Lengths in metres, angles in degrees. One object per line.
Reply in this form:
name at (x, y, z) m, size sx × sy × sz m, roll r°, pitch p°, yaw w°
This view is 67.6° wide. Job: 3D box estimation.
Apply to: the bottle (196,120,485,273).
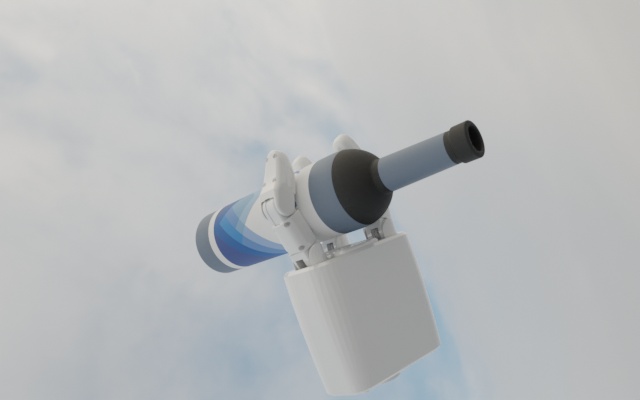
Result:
bottle at (0.000, 0.001, 0.417) m, size 0.296 × 0.069 × 0.069 m, roll -22°, pitch -15°, yaw 39°
